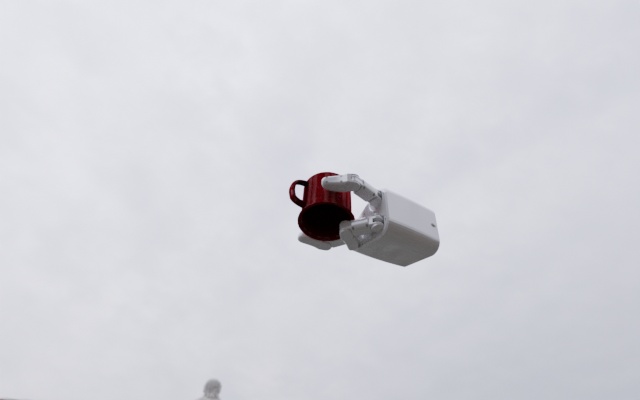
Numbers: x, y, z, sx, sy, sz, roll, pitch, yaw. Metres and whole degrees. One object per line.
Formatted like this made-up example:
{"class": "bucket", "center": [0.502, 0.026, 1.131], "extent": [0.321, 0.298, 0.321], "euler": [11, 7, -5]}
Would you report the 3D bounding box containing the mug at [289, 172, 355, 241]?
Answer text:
{"class": "mug", "center": [-0.001, 0.002, 0.787], "extent": [0.117, 0.081, 0.093], "euler": [23, -49, -20]}
